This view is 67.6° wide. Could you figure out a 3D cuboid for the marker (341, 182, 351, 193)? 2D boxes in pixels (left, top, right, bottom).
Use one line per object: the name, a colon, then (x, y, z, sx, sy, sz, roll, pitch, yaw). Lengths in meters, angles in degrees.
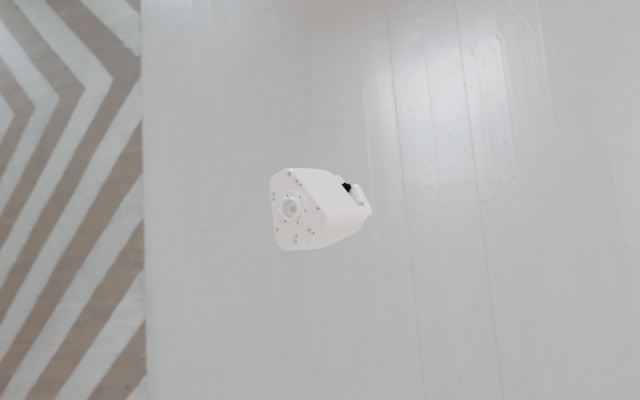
marker: (0.000, 0.003, 0.795, 0.121, 0.020, 0.020, -29, -14, 26)
